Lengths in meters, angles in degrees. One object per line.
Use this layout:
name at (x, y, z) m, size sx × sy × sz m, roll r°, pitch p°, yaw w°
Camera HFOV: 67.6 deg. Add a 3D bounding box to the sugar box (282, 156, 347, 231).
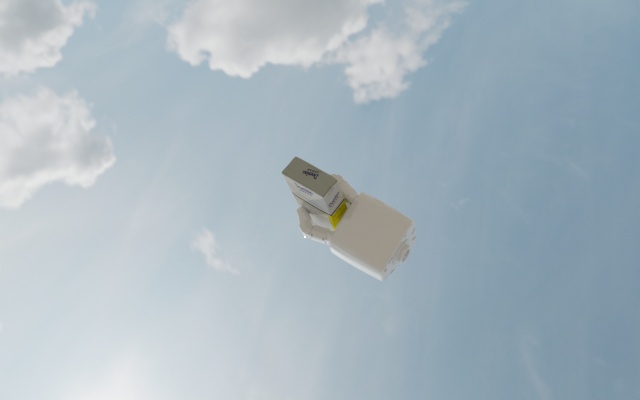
sugar box at (0.001, 0.002, 0.838) m, size 0.093 × 0.048 × 0.176 m, roll 31°, pitch -21°, yaw 27°
